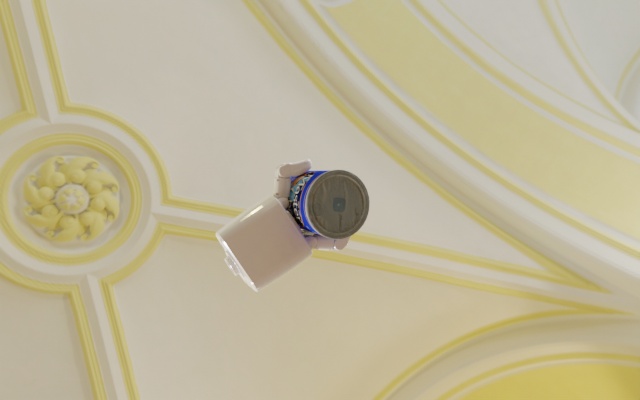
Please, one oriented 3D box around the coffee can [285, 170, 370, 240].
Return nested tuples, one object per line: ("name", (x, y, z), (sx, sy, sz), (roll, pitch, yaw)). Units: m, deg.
("coffee can", (0.000, 0.002, 0.762), (0.103, 0.103, 0.140), (0, 3, -23))
